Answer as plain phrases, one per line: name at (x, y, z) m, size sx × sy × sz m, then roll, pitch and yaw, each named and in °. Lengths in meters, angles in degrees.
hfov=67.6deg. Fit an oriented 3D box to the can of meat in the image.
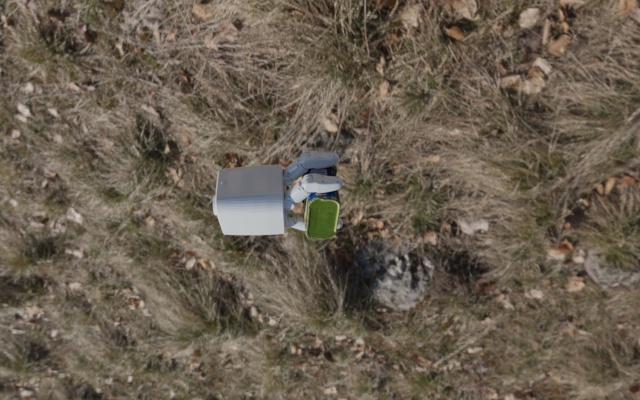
can of meat at (0.000, 0.003, 0.785) m, size 0.057 × 0.102 × 0.083 m, roll 0°, pitch 45°, yaw -6°
